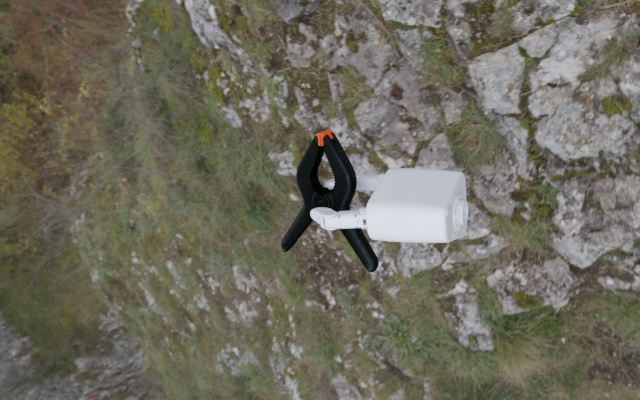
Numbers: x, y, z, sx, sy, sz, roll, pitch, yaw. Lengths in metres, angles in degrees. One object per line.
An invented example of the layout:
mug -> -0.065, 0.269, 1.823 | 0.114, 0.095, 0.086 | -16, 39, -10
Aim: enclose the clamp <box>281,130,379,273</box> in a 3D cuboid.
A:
clamp -> 0.000, 0.002, 0.707 | 0.164, 0.210, 0.036 | 2, 19, 29
